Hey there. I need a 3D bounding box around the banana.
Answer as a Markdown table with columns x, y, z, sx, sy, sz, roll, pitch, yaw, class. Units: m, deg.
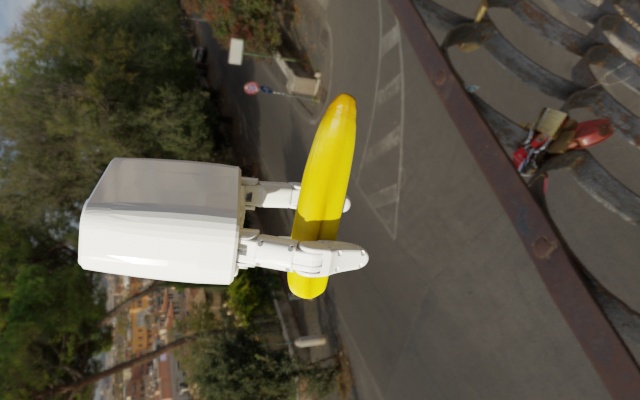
| x | y | z | sx | sy | sz | roll | pitch | yaw | class |
| --- | --- | --- | --- | --- | --- | --- | --- | --- | --- |
| -0.002 | 0.014 | 0.391 | 0.037 | 0.198 | 0.069 | 10 | 32 | 0 | banana |
